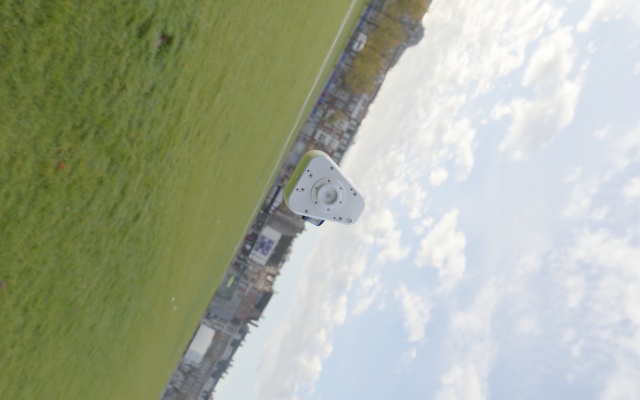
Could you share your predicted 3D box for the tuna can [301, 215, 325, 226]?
[{"bbox_3d":[0.001,0.003,0.859,0.034,0.086,0.086,27,-6,-11],"label":"tuna can"}]
